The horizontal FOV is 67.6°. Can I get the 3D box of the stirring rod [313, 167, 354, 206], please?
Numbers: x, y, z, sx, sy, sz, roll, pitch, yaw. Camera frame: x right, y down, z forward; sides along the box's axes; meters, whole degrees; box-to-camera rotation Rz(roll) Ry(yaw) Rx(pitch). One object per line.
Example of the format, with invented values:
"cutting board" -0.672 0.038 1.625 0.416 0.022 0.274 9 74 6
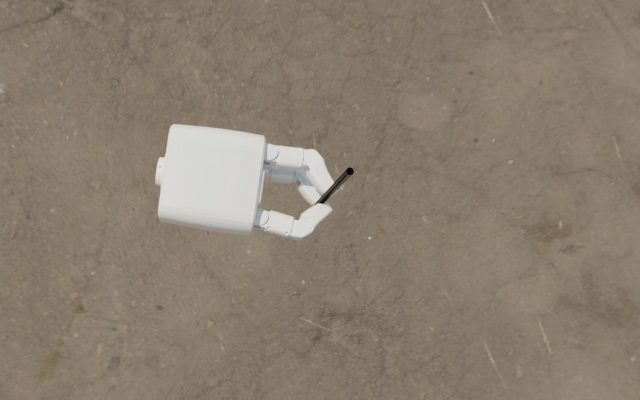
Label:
"stirring rod" 0.000 0.002 0.580 0.011 0.011 0.239 0 -15 -14
